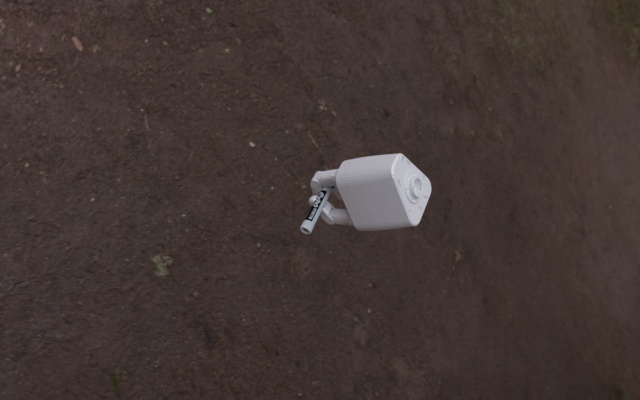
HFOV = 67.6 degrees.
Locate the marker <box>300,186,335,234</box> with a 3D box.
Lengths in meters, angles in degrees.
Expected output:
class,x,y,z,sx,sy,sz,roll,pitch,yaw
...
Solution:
class,x,y,z,sx,sy,sz,roll,pitch,yaw
marker,0.000,0.003,0.779,0.020,0.121,0.020,20,-33,13
